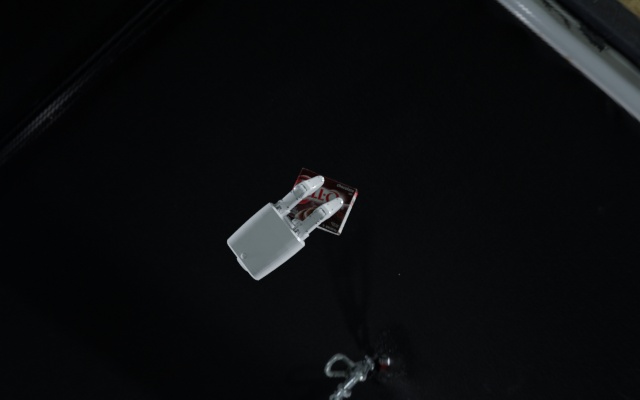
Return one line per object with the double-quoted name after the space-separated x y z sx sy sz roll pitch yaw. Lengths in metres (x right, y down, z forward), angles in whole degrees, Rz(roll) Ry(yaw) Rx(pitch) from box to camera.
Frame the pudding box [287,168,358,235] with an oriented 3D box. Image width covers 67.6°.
0.000 0.003 0.878 0.113 0.090 0.039 22 -8 10 "pudding box"
